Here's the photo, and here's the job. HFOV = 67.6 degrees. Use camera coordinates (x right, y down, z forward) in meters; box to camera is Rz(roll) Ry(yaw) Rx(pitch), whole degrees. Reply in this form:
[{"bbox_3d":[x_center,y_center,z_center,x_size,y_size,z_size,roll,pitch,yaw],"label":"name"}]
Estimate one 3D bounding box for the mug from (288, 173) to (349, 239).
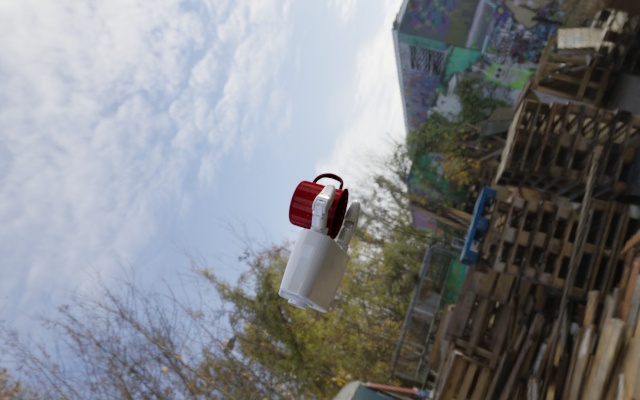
[{"bbox_3d":[0.000,0.001,0.829,0.081,0.117,0.093,16,-21,14],"label":"mug"}]
